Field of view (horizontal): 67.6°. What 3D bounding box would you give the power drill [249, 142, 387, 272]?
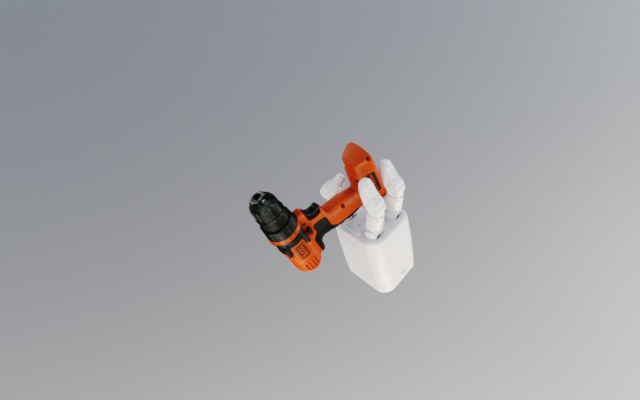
[{"bbox_3d":[0.001,0.002,0.698,0.057,0.187,0.184,44,-9,40],"label":"power drill"}]
